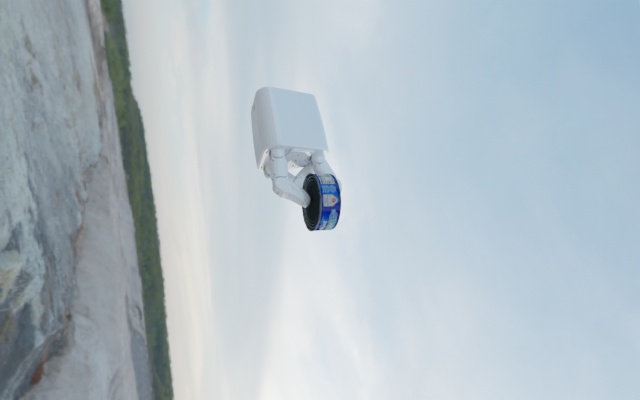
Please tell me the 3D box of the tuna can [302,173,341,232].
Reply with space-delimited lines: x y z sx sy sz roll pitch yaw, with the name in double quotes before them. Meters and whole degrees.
"tuna can" 0.001 0.002 0.704 0.034 0.086 0.086 -1 0 -20
